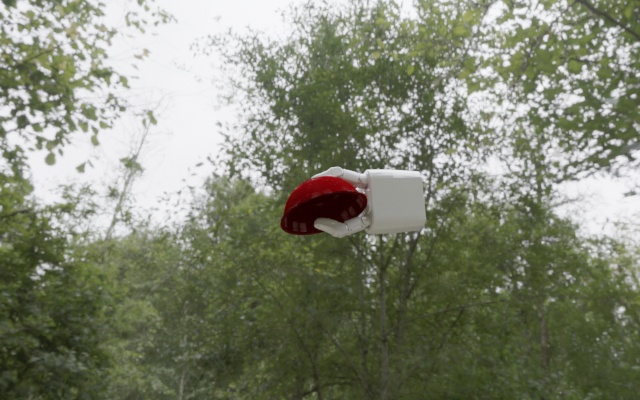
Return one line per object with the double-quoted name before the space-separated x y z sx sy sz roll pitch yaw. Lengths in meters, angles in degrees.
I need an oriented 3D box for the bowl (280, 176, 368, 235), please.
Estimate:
"bowl" -0.001 0.002 0.857 0.162 0.055 0.162 -15 -25 -7
